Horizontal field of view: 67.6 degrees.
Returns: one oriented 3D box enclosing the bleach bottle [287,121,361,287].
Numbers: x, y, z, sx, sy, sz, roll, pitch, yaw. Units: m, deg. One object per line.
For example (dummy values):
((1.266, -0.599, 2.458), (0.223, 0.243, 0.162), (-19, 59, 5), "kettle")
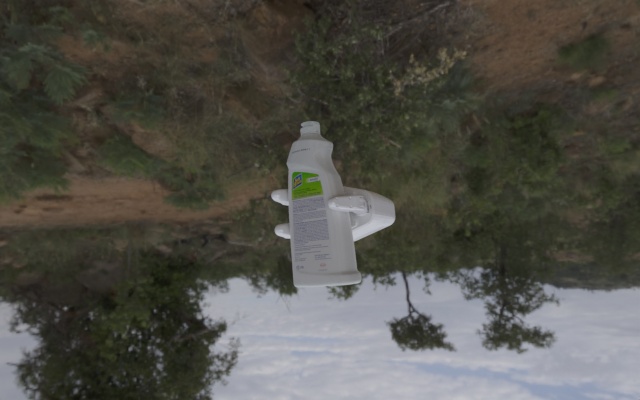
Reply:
((0.000, 0.002, 0.727), (0.102, 0.251, 0.068), (-8, -9, 27), "bleach bottle")
